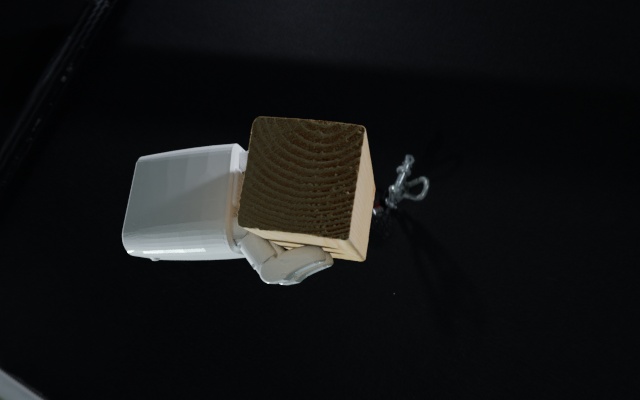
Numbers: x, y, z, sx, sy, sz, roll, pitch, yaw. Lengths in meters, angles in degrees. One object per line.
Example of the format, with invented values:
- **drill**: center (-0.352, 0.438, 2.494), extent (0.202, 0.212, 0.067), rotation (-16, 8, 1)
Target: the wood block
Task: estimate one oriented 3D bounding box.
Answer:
- **wood block**: center (0.000, 0.001, 0.458), extent (0.090, 0.091, 0.206), rotation (6, -10, 10)
